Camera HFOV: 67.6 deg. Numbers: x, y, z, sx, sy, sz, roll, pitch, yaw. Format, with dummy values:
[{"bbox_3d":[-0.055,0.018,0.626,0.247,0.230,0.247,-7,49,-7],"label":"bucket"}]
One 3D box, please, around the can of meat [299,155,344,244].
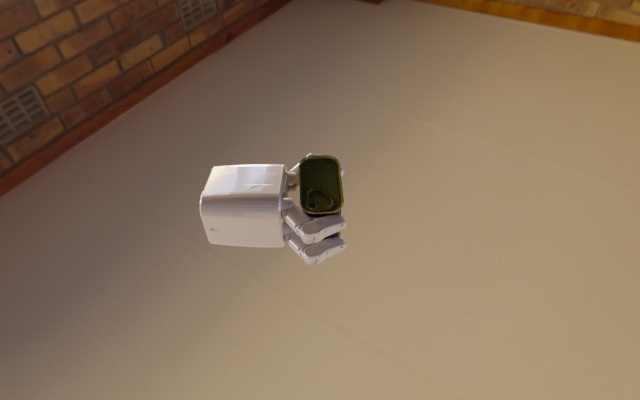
[{"bbox_3d":[0.000,0.002,0.670,0.057,0.102,0.084,-3,-39,-2],"label":"can of meat"}]
